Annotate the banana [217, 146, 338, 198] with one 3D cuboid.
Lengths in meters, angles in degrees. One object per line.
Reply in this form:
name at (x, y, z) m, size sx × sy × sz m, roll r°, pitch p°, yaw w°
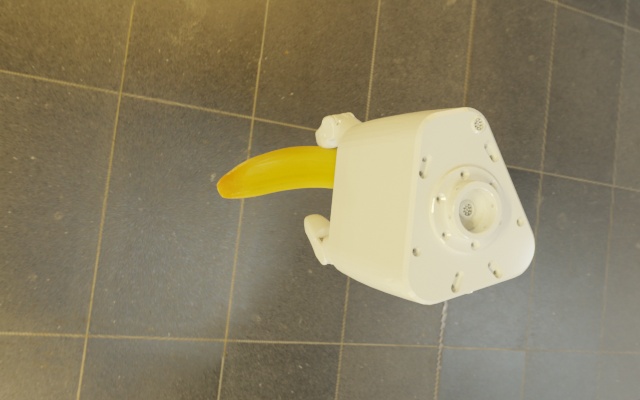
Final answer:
banana at (0.008, -0.016, 0.442) m, size 0.198 × 0.069 × 0.037 m, roll 14°, pitch 2°, yaw -21°
